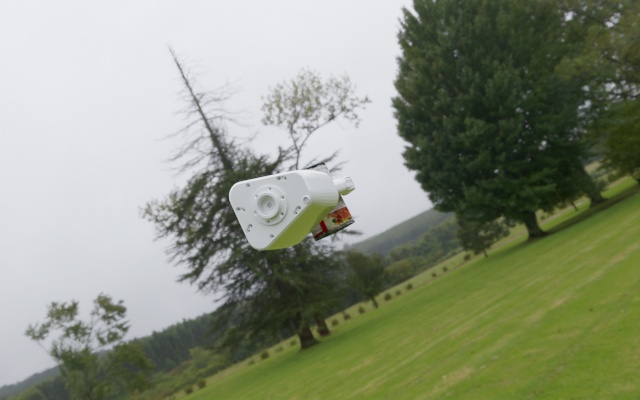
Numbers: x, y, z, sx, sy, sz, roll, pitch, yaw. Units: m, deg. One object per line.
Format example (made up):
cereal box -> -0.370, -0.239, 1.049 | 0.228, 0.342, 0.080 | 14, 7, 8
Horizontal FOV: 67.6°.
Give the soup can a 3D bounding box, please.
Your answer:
soup can -> 0.000, 0.002, 0.732 | 0.068, 0.102, 0.068 | -26, -8, -4
